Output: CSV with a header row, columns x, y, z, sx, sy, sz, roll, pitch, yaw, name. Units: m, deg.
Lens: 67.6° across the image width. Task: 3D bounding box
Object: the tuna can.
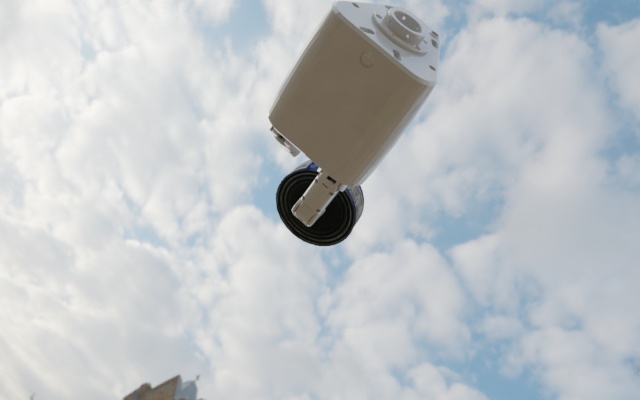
x,y,z,sx,sy,sz,roll,pitch,yaw,name
0.000,0.001,0.483,0.086,0.086,0.033,0,27,26,tuna can
